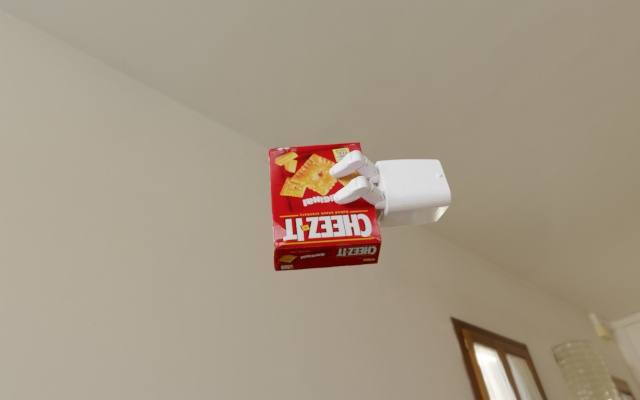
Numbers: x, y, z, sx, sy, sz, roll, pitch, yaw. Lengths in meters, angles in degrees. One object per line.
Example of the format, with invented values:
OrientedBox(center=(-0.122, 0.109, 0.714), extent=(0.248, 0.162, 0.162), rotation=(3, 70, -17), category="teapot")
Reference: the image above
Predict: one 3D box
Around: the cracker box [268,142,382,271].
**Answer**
OrientedBox(center=(0.000, 0.003, 0.785), extent=(0.164, 0.213, 0.072), rotation=(-4, -39, -5), category="cracker box")
